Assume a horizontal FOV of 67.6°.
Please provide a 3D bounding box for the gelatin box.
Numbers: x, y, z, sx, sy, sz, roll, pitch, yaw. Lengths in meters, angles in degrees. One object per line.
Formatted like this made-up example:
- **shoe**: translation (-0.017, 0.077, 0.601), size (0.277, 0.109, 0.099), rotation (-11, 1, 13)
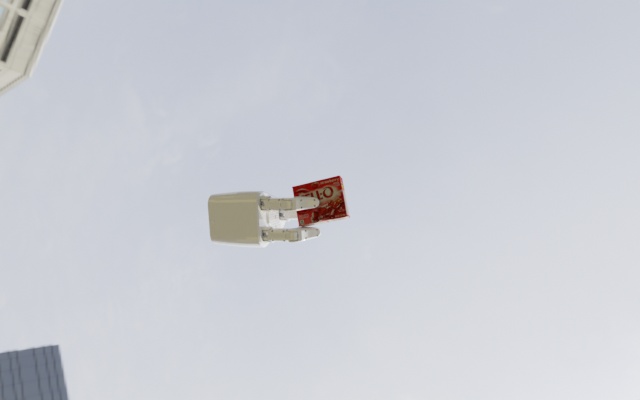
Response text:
- **gelatin box**: translation (0.001, 0.003, 0.828), size (0.089, 0.073, 0.030), rotation (-12, -10, 12)
